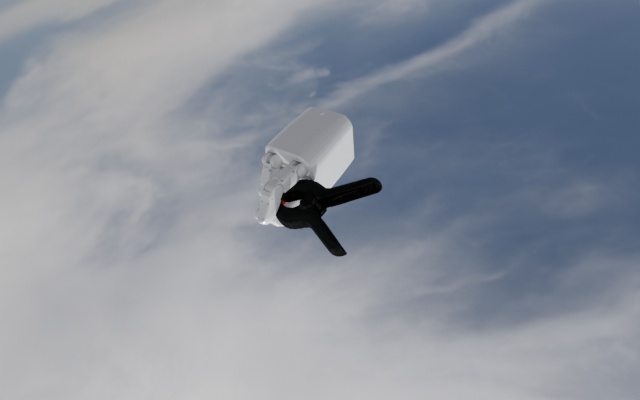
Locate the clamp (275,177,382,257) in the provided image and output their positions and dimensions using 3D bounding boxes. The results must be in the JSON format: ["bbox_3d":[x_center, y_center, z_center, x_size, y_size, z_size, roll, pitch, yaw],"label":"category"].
[{"bbox_3d":[0.000,0.003,0.661,0.171,0.120,0.039,23,-29,39],"label":"clamp"}]
